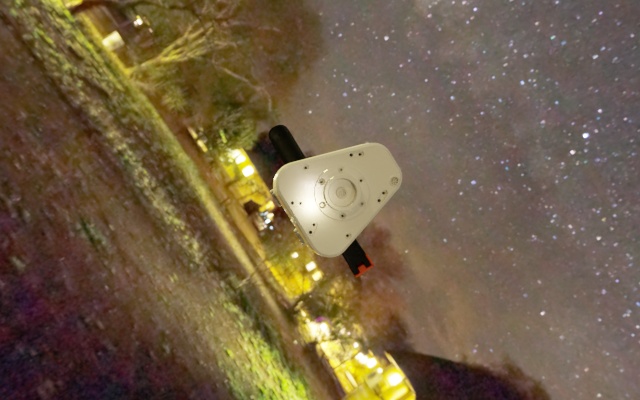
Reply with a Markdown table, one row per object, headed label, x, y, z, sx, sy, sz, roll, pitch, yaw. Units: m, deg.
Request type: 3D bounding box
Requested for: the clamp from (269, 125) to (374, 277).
| label | x | y | z | sx | sy | sz | roll | pitch | yaw |
| --- | --- | --- | --- | --- | --- | --- | --- | --- | --- |
| clamp | 0.001 | 0.002 | 0.625 | 0.036 | 0.210 | 0.164 | -33 | 3 | 0 |
